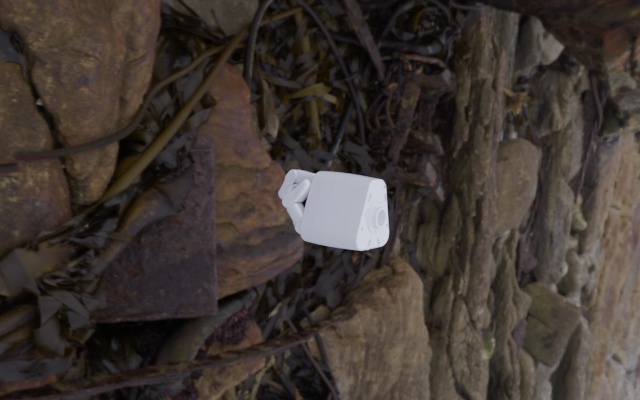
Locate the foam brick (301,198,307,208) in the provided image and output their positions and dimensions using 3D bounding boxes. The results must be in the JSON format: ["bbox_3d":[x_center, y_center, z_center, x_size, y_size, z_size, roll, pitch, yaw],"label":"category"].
[{"bbox_3d":[0.000,0.003,0.812,0.051,0.053,0.078,8,7,37],"label":"foam brick"}]
